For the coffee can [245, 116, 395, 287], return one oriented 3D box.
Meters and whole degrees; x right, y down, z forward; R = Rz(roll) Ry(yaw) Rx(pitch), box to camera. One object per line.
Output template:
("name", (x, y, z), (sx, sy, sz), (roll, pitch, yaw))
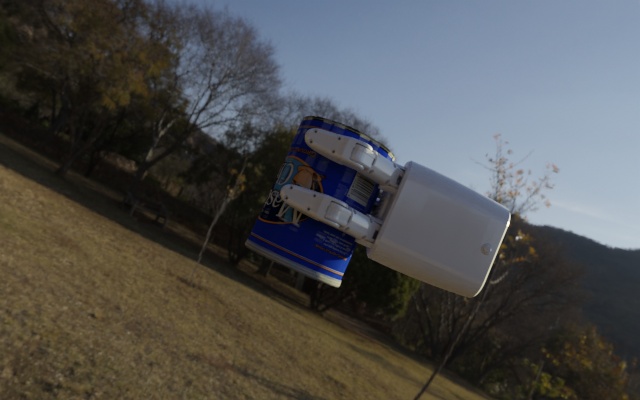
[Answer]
("coffee can", (0.000, 0.002, 0.480), (0.103, 0.140, 0.103), (24, -5, 2))
